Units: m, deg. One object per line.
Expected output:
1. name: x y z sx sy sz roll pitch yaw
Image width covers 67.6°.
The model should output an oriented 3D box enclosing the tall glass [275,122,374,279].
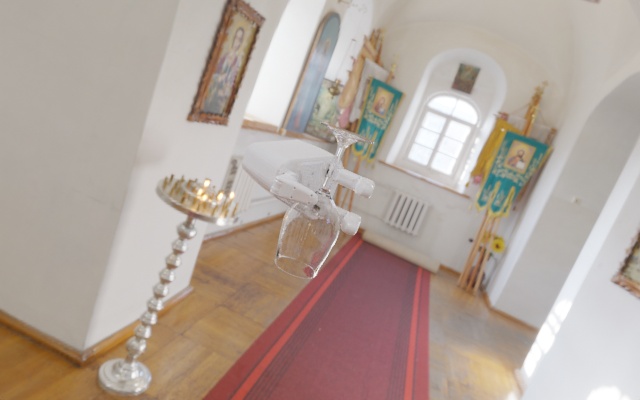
1. tall glass: 0.000 0.002 0.640 0.079 0.201 0.079 20 11 -4
